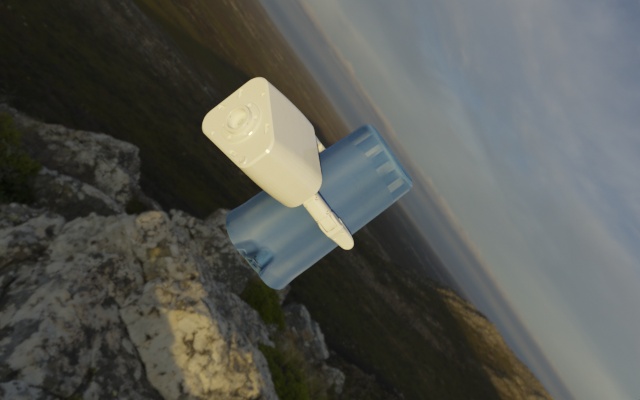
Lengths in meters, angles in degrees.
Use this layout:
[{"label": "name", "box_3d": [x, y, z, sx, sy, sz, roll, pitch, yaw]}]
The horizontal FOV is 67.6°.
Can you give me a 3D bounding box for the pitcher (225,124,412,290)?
[{"label": "pitcher", "box_3d": [0.000, 0.002, 0.671, 0.243, 0.149, 0.145, -35, -36, 11]}]
